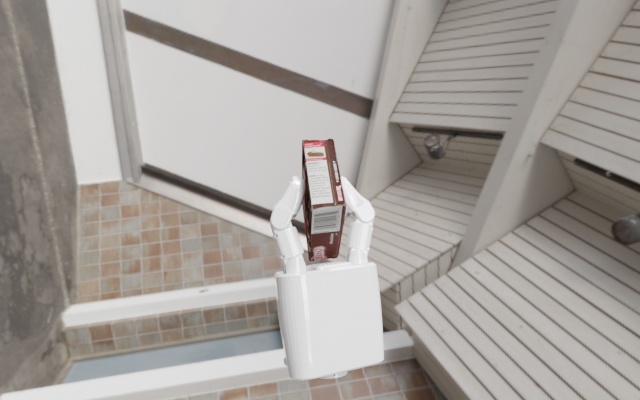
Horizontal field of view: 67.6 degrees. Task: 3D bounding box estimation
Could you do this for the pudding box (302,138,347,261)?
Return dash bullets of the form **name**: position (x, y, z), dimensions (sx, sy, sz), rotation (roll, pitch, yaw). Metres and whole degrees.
- **pudding box**: position (0.000, 0.002, 0.526), dimensions (0.039, 0.090, 0.114), rotation (-4, -34, -8)
